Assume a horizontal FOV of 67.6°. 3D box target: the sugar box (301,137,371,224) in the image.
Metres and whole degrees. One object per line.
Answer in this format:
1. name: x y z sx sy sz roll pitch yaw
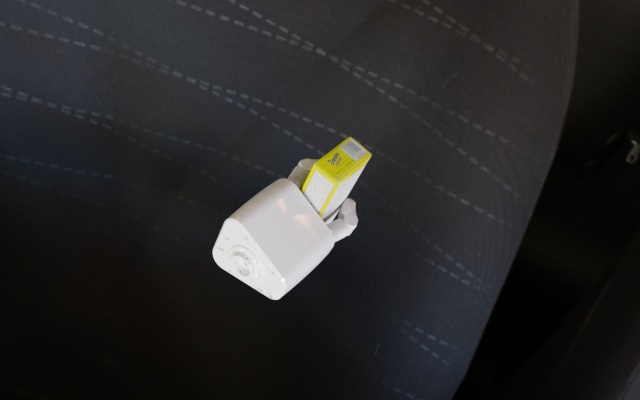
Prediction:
1. sugar box: 0.000 0.002 0.662 0.093 0.048 0.176 -39 -14 -46
